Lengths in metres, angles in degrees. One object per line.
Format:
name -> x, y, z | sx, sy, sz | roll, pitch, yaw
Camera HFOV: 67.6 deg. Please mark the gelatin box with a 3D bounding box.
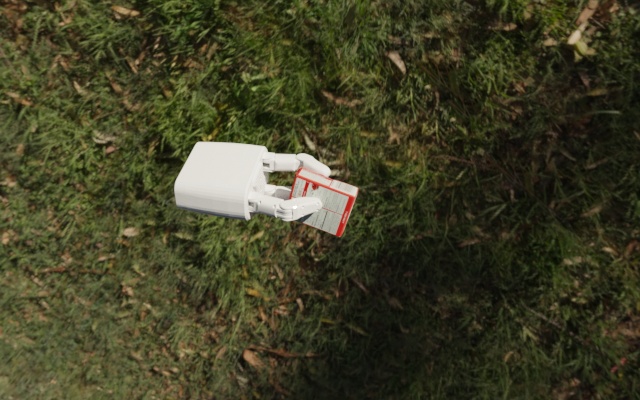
gelatin box -> 0.000, 0.003, 0.673 | 0.089, 0.073, 0.030 | 21, 33, 5
